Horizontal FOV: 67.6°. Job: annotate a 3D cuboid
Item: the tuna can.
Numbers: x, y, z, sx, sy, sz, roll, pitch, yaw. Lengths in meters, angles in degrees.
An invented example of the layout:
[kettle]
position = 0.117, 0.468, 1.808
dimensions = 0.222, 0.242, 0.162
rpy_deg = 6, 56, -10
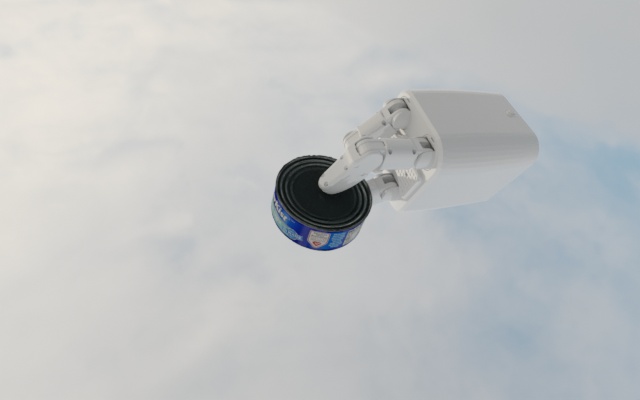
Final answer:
[tuna can]
position = 0.000, 0.002, 0.421
dimensions = 0.086, 0.086, 0.034
rpy_deg = 0, -39, -17
